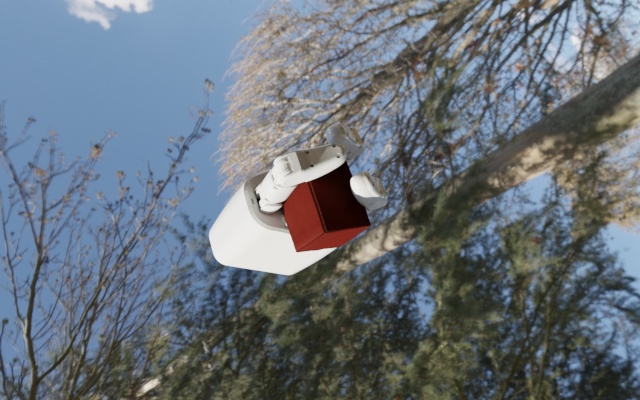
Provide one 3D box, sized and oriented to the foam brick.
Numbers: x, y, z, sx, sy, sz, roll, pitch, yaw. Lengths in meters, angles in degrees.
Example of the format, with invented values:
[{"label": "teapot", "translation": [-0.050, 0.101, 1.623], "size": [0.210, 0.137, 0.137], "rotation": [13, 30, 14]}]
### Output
[{"label": "foam brick", "translation": [0.000, 0.002, 0.431], "size": [0.053, 0.078, 0.051], "rotation": [-3, -26, -37]}]
